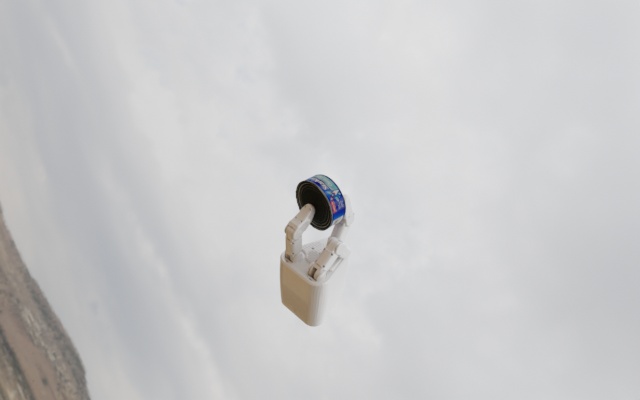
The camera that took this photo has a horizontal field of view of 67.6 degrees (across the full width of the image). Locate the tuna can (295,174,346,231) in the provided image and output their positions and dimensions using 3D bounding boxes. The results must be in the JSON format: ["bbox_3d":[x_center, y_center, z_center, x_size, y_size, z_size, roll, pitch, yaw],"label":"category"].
[{"bbox_3d":[0.001,0.002,0.755,0.033,0.086,0.086,-28,16,-33],"label":"tuna can"}]
